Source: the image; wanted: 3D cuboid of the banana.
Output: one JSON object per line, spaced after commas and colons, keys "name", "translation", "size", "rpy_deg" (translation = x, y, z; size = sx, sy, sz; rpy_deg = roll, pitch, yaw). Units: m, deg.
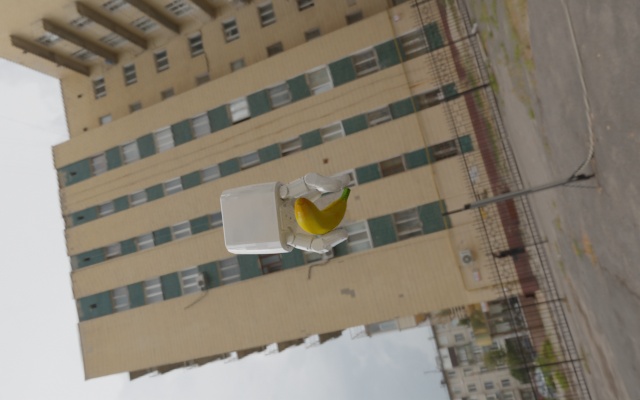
{"name": "banana", "translation": [0.001, 0.021, 0.744], "size": [0.037, 0.069, 0.198], "rpy_deg": [5, 8, 20]}
